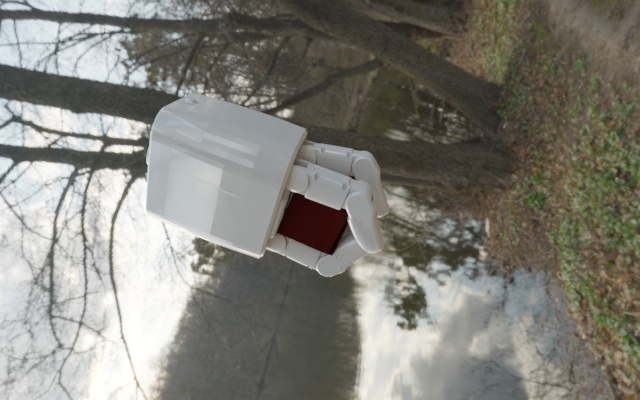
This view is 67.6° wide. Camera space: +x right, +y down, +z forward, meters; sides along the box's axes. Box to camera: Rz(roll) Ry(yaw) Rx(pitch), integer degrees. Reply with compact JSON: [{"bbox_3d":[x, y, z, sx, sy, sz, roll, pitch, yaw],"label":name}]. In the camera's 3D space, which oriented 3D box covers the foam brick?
[{"bbox_3d":[0.000,0.001,0.423,0.051,0.053,0.078,23,22,-3],"label":"foam brick"}]
